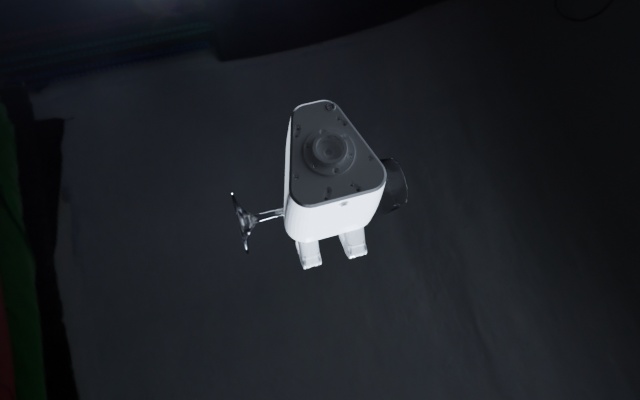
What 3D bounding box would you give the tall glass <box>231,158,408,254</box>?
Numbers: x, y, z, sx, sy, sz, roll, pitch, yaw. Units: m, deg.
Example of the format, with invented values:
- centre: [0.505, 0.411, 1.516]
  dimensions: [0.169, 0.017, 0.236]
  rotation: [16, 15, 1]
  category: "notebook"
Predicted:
- centre: [-0.001, 0.002, 0.574]
  dimensions: [0.201, 0.079, 0.079]
  rotation: [-15, 2, -9]
  category: "tall glass"
